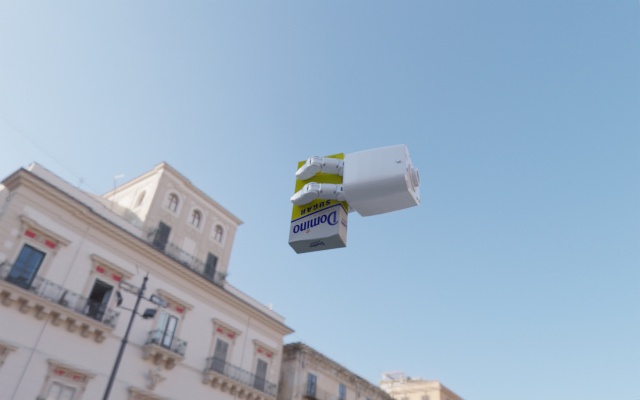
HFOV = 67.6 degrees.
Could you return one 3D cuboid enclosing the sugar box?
[{"bbox_3d":[0.000,0.002,0.833,0.093,0.176,0.048,-11,-40,20],"label":"sugar box"}]
